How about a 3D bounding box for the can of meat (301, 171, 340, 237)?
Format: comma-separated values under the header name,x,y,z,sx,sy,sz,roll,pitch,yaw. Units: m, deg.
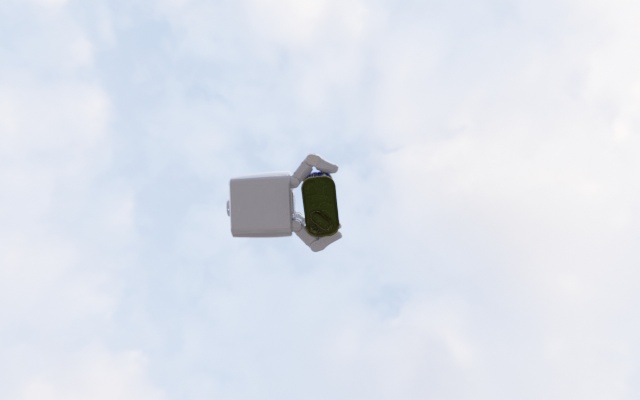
name,x,y,z,sx,sy,sz,roll,pitch,yaw
can of meat,0.000,0.003,0.823,0.057,0.102,0.084,-6,11,1
